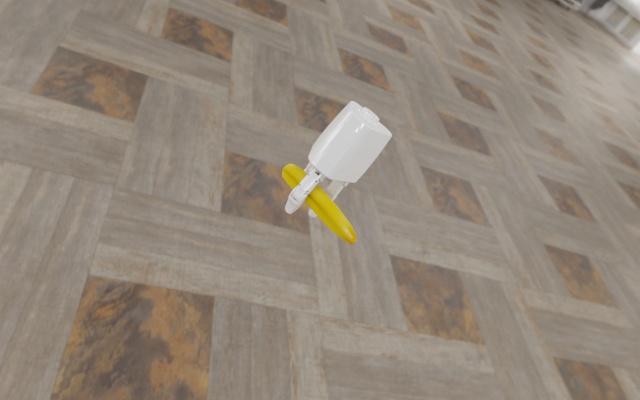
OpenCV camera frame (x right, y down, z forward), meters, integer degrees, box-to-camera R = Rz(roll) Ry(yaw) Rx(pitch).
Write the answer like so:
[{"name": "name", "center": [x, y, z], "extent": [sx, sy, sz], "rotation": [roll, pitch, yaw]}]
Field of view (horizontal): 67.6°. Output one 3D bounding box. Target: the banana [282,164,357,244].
[{"name": "banana", "center": [-0.008, -0.005, 0.814], "extent": [0.197, 0.037, 0.070], "rotation": [47, 3, 27]}]
